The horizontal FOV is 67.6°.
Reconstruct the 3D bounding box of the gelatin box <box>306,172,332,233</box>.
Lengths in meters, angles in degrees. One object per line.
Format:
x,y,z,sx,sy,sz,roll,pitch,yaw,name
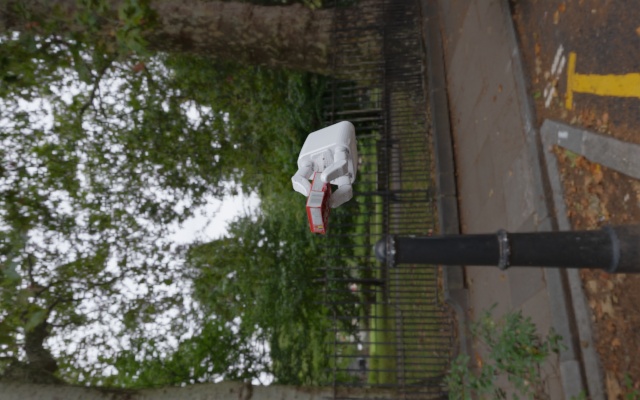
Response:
0.000,0.003,0.871,0.030,0.089,0.073,4,-42,11,gelatin box
